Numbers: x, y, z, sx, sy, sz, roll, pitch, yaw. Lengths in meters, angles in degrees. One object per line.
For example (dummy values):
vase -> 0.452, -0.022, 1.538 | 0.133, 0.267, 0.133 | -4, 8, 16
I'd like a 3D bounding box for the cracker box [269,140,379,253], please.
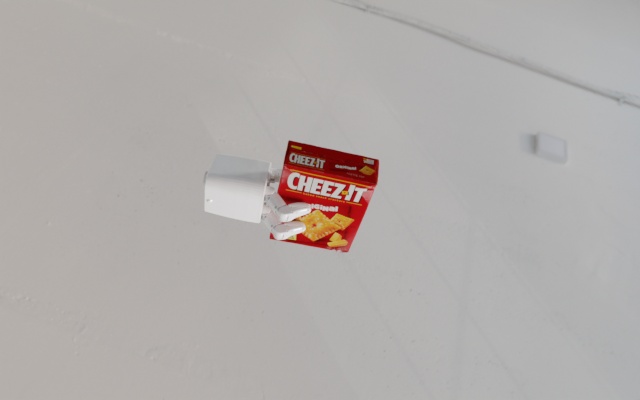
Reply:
cracker box -> 0.000, 0.003, 0.885 | 0.164, 0.072, 0.214 | 11, -41, -5
